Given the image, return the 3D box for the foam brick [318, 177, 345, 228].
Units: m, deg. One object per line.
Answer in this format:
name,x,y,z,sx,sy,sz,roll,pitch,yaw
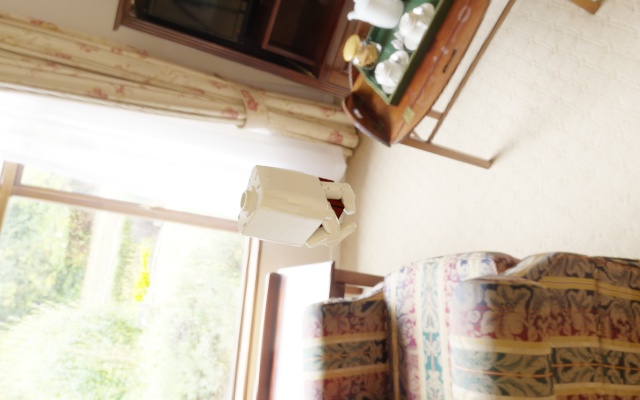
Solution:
foam brick,0.000,0.003,0.812,0.051,0.053,0.078,11,34,-24
